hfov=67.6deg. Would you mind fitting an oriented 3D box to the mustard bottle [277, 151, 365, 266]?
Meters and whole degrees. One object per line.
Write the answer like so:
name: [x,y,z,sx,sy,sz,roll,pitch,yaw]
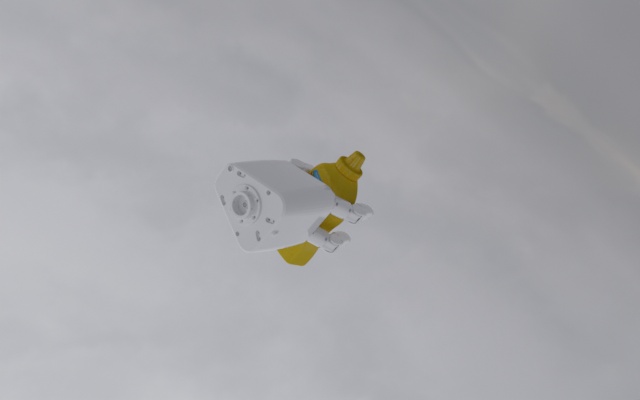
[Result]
mustard bottle: [0.000,0.003,0.705,0.058,0.192,0.096,17,33,-39]
